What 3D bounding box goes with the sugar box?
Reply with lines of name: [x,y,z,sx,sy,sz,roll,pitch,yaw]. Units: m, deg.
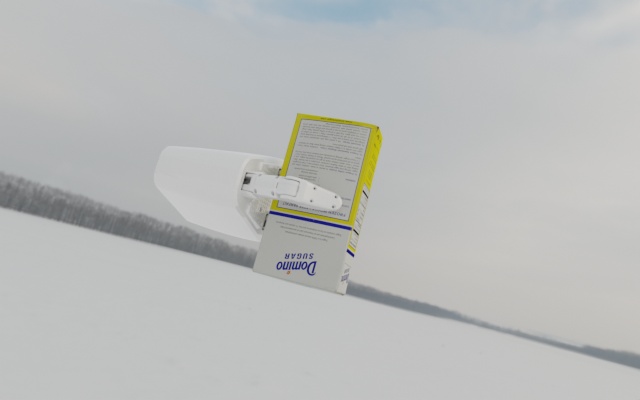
sugar box: [0.000,0.002,0.498,0.093,0.176,0.048,12,-10,19]
